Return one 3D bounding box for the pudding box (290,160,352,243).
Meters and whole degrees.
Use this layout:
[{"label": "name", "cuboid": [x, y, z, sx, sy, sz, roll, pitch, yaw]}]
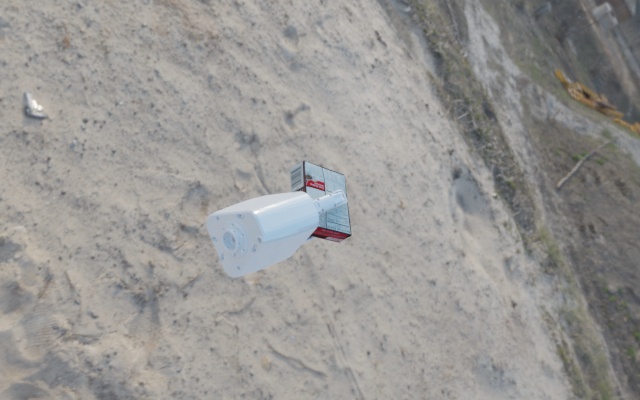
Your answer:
[{"label": "pudding box", "cuboid": [0.000, 0.002, 0.741, 0.090, 0.113, 0.039, 18, -32, -38]}]
